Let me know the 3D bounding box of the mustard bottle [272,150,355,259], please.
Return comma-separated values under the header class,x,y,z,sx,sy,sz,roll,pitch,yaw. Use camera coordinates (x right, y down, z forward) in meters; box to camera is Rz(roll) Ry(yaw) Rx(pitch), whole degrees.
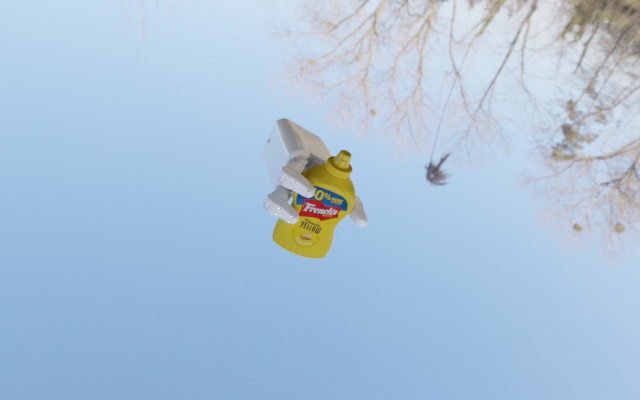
class,x,y,z,sx,sy,sz,roll,pitch,yaw
mustard bottle,0.000,0.003,0.743,0.096,0.192,0.058,22,32,-9
